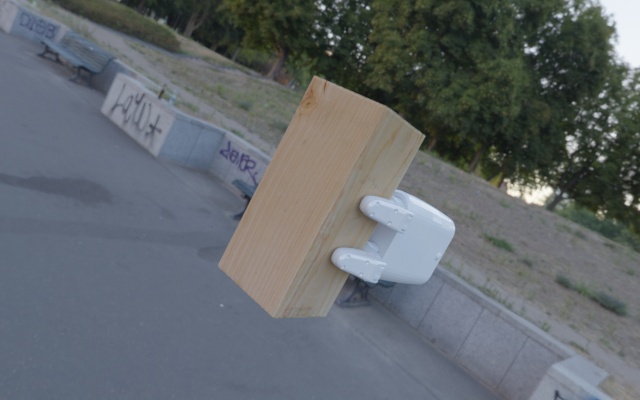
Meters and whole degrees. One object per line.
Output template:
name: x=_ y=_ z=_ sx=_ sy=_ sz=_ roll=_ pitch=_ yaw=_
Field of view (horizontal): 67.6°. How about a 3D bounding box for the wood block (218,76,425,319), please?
wood block: x=0.000 y=0.001 z=0.463 sx=0.090 sy=0.206 sz=0.090 roll=33 pitch=9 yaw=35
